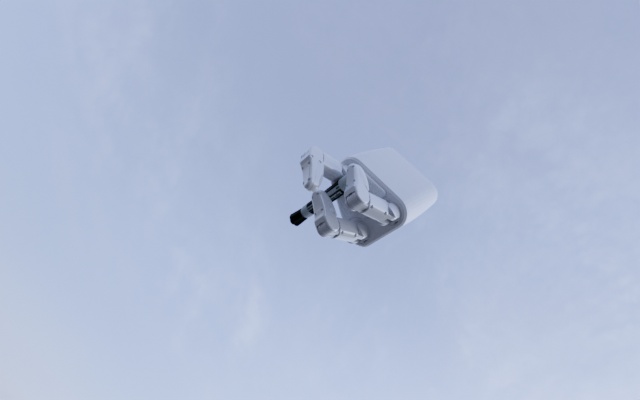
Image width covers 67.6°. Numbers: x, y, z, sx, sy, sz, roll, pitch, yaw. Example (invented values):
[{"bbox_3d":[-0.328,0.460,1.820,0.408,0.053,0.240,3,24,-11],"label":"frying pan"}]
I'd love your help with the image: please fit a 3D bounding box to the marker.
[{"bbox_3d":[0.000,0.002,0.615,0.020,0.020,0.121,0,-27,-45],"label":"marker"}]
